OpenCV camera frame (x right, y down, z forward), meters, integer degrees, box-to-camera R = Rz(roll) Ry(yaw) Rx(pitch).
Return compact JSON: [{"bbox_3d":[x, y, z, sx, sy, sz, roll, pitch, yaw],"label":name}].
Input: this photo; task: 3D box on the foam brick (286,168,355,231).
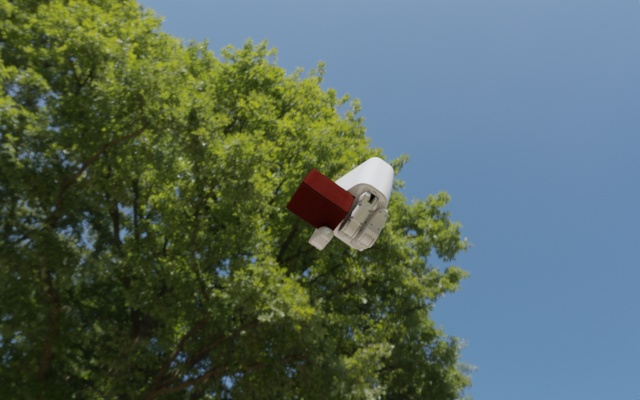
[{"bbox_3d":[0.000,0.002,0.685,0.078,0.053,0.051,35,34,-4],"label":"foam brick"}]
